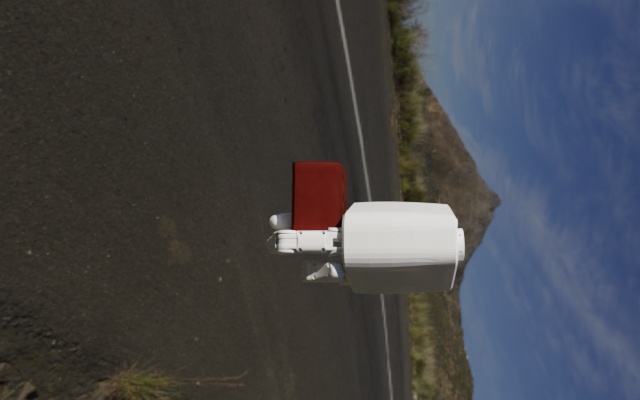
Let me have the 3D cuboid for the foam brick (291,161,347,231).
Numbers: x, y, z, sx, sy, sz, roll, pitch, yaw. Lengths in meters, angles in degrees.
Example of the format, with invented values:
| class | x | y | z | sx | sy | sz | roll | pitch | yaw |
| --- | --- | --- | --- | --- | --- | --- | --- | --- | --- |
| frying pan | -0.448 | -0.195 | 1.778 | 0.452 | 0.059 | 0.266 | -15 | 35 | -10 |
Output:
| class | x | y | z | sx | sy | sz | roll | pitch | yaw |
| --- | --- | --- | --- | --- | --- | --- | --- | --- | --- |
| foam brick | 0.000 | 0.001 | 0.507 | 0.051 | 0.078 | 0.053 | -2 | -10 | 11 |
